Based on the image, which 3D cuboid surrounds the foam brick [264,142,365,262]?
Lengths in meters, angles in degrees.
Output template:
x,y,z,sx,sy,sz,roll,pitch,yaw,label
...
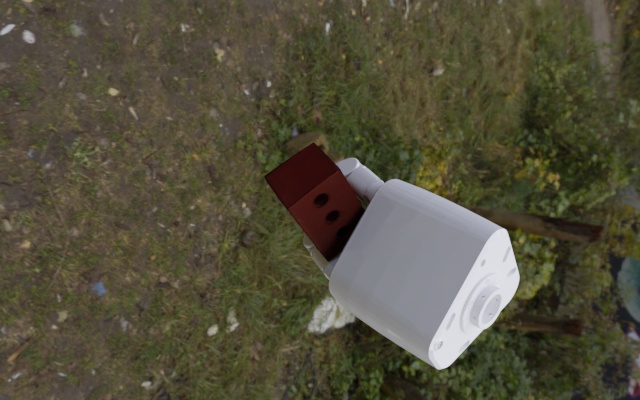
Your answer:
x,y,z,sx,sy,sz,roll,pitch,yaw,label
0.000,0.001,0.405,0.053,0.078,0.051,-37,42,-2,foam brick
